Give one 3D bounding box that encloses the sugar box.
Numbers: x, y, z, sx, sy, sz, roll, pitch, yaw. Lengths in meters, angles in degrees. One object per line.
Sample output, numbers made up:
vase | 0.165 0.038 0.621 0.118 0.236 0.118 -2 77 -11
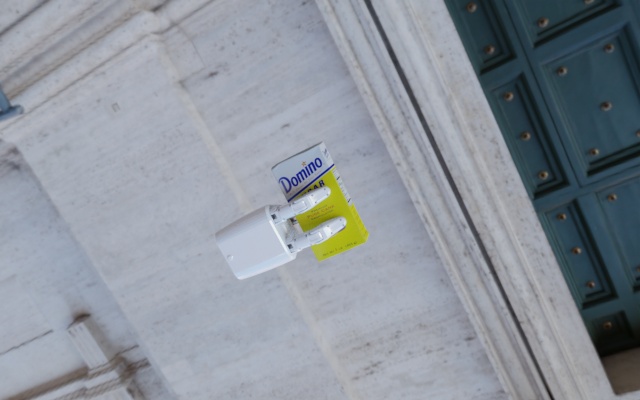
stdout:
sugar box | 0.000 0.003 0.782 0.093 0.176 0.048 -25 11 17
